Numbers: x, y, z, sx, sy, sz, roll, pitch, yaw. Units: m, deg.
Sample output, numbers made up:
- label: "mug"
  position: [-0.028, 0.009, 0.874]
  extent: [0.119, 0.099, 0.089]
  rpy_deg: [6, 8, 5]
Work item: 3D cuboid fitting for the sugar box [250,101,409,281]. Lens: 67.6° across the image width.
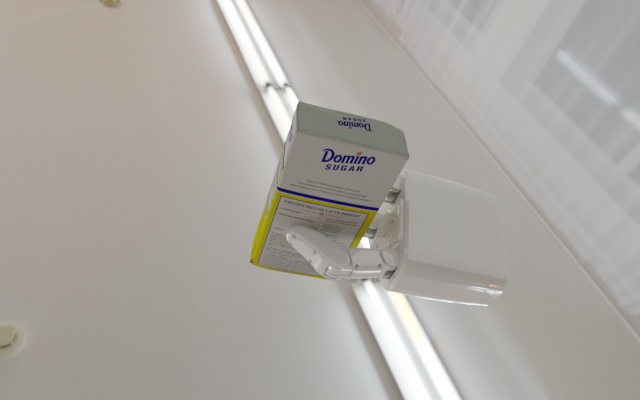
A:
- label: "sugar box"
  position: [0.000, 0.001, 0.429]
  extent: [0.093, 0.048, 0.176]
  rpy_deg: [12, -47, -13]
